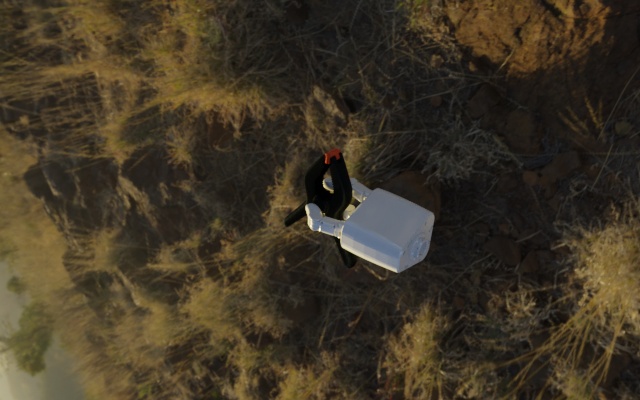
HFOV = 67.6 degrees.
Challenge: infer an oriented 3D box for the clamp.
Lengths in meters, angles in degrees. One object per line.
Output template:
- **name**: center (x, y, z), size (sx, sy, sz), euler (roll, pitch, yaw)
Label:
- **clamp**: center (0.000, 0.003, 0.827), size (0.164, 0.210, 0.036), euler (24, 38, 31)
